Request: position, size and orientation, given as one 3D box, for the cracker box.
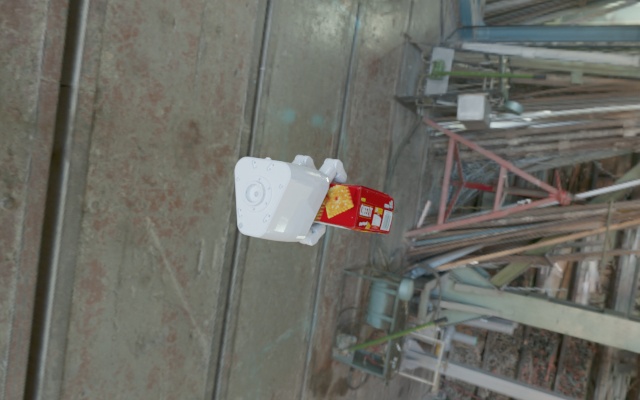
[{"bbox_3d":[0.000,0.003,0.823,0.213,0.072,0.164,10,-2,28],"label":"cracker box"}]
